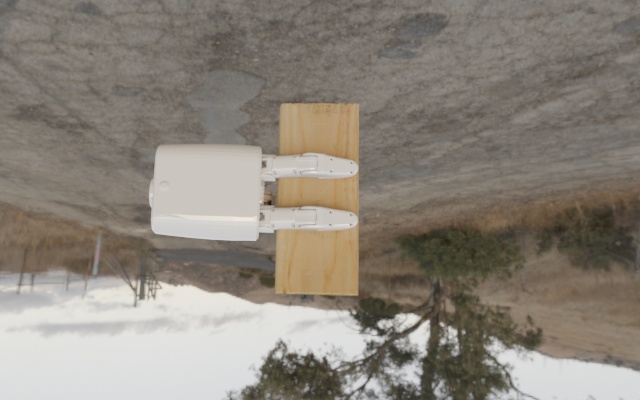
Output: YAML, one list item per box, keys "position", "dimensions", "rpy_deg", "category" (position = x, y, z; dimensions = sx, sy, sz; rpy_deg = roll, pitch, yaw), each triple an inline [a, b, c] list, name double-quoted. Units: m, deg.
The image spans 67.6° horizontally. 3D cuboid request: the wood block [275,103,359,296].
- position: [0.000, 0.002, 0.549]
  dimensions: [0.090, 0.206, 0.091]
  rpy_deg: [1, -9, 3]
  category: "wood block"
